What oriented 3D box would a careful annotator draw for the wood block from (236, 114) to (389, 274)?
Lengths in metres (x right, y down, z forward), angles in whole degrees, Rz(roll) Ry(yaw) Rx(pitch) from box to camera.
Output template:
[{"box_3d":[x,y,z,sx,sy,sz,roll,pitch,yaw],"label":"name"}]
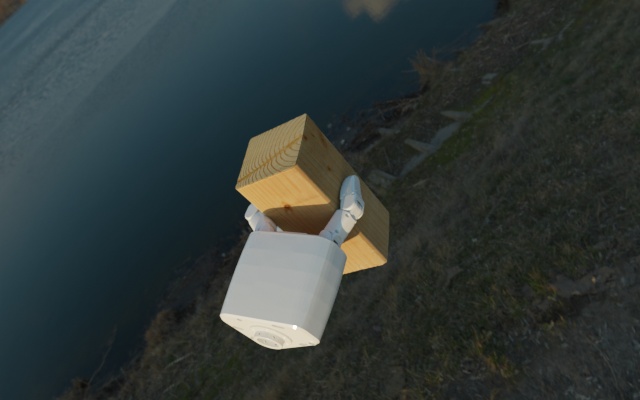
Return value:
[{"box_3d":[0.000,0.002,0.616,0.091,0.090,0.206,-18,-47,30],"label":"wood block"}]
